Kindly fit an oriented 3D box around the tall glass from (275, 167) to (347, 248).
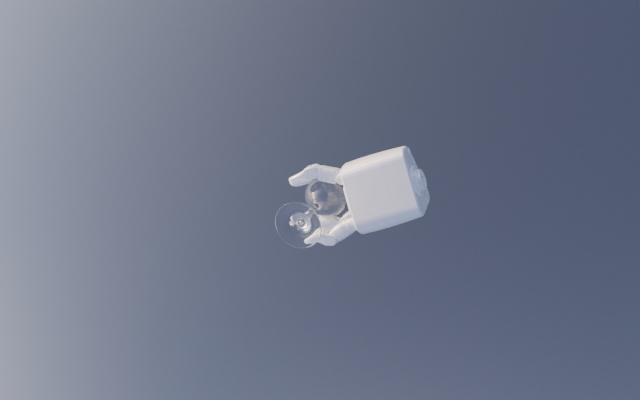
[{"bbox_3d":[0.000,0.003,0.792,0.079,0.079,0.201,0,20,21],"label":"tall glass"}]
